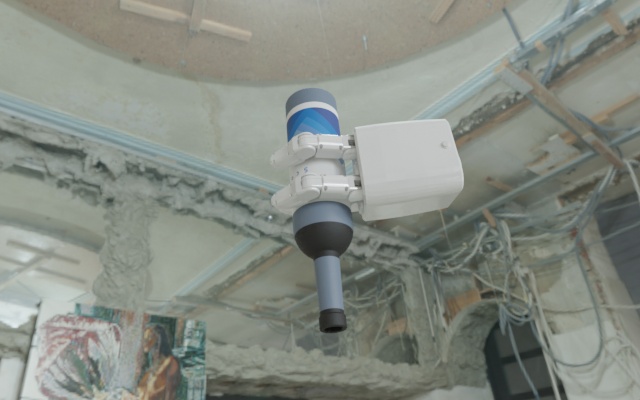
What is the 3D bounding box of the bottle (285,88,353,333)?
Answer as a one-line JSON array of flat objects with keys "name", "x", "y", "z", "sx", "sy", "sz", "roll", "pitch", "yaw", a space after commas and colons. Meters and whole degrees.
[{"name": "bottle", "x": 0.000, "y": 0.002, "z": 0.545, "sx": 0.069, "sy": 0.295, "sz": 0.069, "roll": -4, "pitch": -31, "yaw": -3}]
